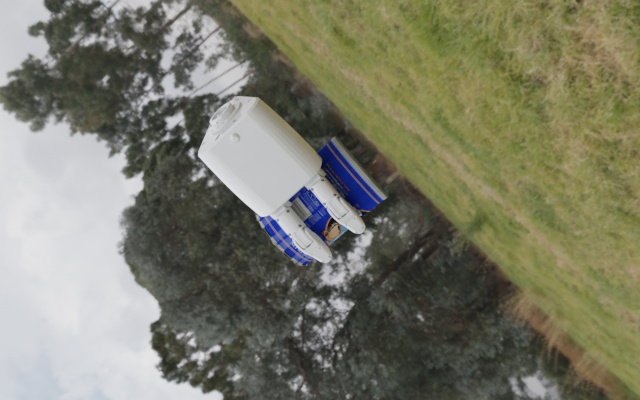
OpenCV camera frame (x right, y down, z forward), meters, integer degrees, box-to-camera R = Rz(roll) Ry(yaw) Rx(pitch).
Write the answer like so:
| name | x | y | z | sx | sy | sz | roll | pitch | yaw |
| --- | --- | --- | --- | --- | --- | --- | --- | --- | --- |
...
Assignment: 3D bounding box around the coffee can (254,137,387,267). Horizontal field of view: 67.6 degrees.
| name | x | y | z | sx | sy | sz | roll | pitch | yaw |
| --- | --- | --- | --- | --- | --- | --- | --- | --- | --- |
| coffee can | 0.000 | 0.002 | 0.618 | 0.140 | 0.103 | 0.103 | -41 | -7 | 8 |
